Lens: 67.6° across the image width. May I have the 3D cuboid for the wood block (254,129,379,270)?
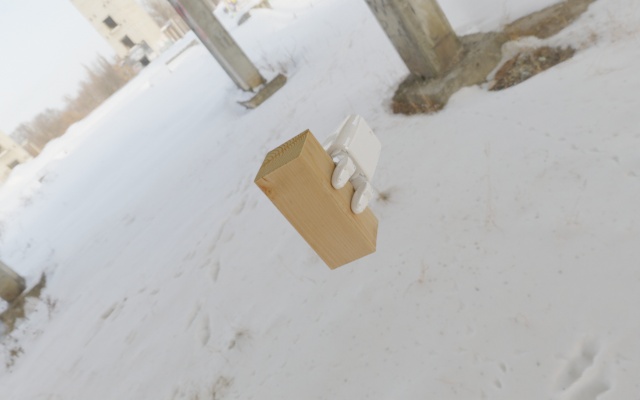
[{"bbox_3d":[0.000,0.002,0.772,0.091,0.206,0.090,-27,27,26],"label":"wood block"}]
